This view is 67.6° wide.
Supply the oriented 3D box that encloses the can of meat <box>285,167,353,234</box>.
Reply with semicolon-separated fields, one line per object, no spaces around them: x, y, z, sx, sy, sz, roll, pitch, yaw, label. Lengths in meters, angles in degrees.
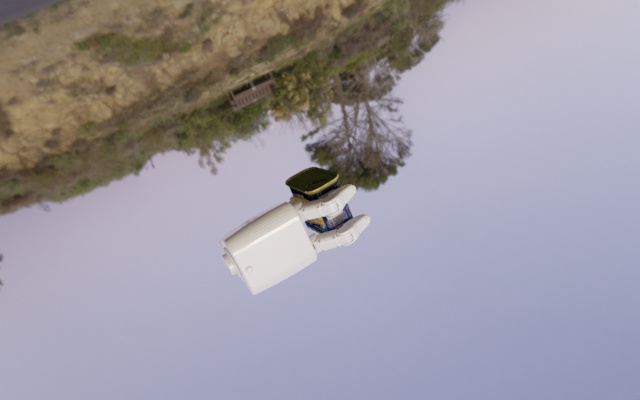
0.000;0.003;0.726;0.057;0.084;0.102;-31;23;-19;can of meat
